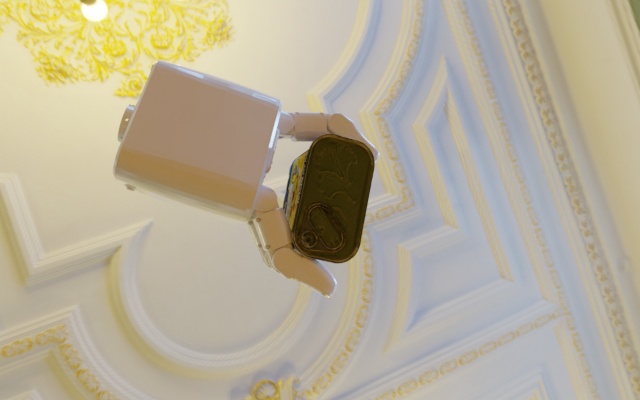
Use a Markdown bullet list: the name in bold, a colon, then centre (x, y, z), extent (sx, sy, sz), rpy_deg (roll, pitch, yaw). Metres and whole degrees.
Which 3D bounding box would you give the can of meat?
- **can of meat**: centre (0.000, 0.001, 0.420), extent (0.057, 0.102, 0.084), rpy_deg (13, -8, -15)
